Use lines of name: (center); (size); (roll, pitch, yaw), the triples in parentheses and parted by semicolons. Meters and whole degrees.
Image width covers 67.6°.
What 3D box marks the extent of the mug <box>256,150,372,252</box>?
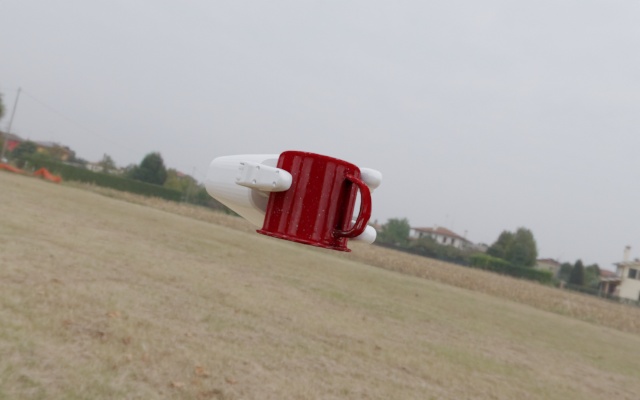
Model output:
mug: (0.001, 0.001, 0.449); (0.093, 0.081, 0.117); (15, -4, -42)
